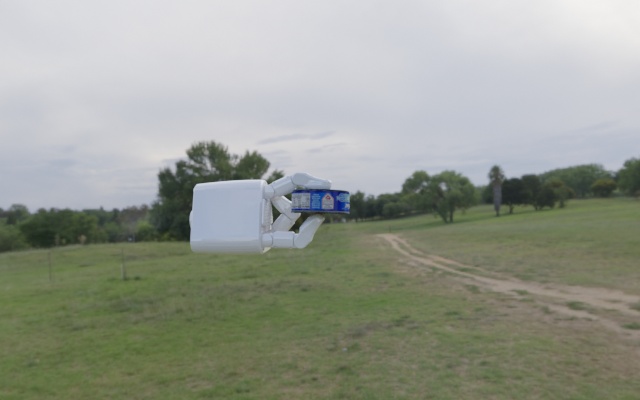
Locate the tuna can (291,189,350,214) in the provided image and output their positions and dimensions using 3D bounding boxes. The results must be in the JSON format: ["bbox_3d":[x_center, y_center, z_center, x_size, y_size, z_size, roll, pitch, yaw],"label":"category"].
[{"bbox_3d":[0.000,0.002,0.695,0.086,0.034,0.086,1,-2,0],"label":"tuna can"}]
